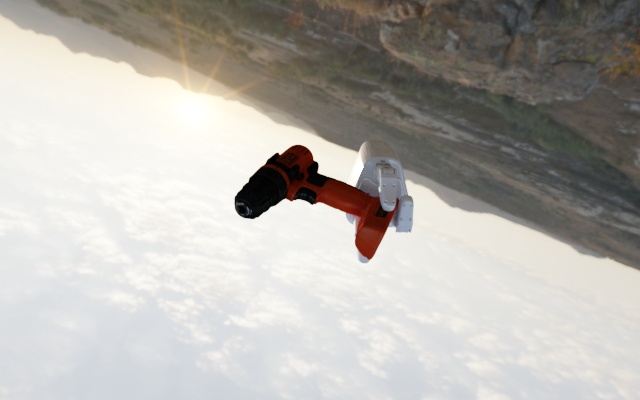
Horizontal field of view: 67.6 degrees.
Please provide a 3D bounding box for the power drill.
[{"bbox_3d":[0.001,0.002,0.626,0.187,0.057,0.184,28,35,7],"label":"power drill"}]
